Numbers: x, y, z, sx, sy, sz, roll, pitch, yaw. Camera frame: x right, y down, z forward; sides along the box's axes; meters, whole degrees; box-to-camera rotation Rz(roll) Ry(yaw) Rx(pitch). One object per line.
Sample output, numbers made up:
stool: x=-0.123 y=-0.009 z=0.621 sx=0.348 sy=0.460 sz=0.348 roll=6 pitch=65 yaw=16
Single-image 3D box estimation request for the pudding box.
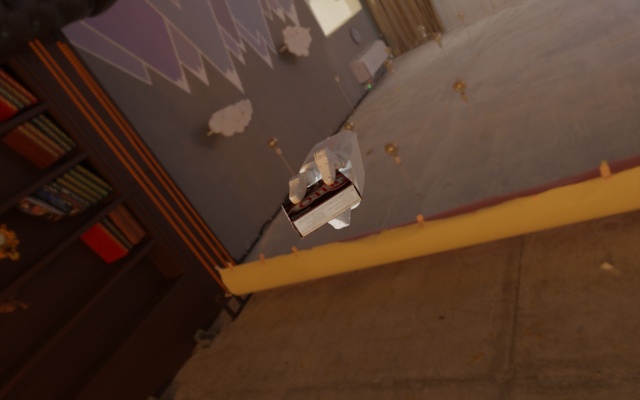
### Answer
pudding box: x=0.000 y=0.003 z=0.749 sx=0.113 sy=0.039 sz=0.090 roll=-35 pitch=21 yaw=-2
